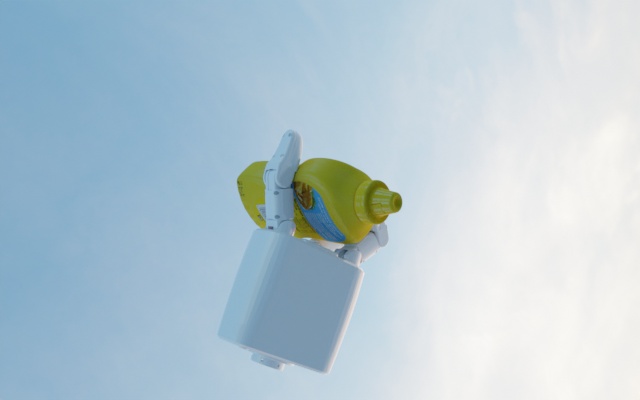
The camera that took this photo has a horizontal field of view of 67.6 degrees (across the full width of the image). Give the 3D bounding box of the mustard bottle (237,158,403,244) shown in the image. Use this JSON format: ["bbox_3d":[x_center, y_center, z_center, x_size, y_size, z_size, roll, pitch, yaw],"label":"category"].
[{"bbox_3d":[0.000,0.001,0.485,0.191,0.096,0.058,1,40,46],"label":"mustard bottle"}]
